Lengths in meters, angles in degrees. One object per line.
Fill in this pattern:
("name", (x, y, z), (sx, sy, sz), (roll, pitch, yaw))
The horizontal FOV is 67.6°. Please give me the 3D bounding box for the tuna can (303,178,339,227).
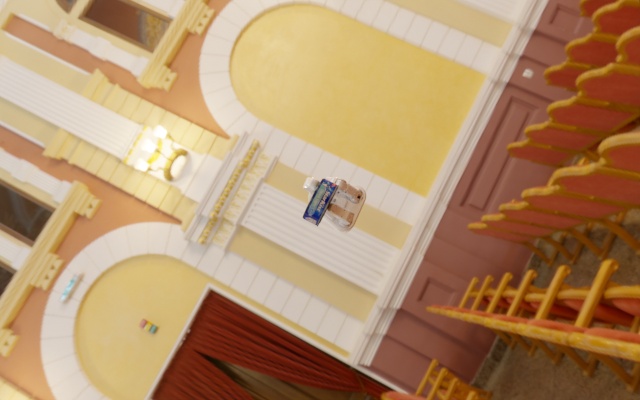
("tuna can", (0.000, 0.003, 0.881), (0.034, 0.086, 0.086), (27, 1, 2))
